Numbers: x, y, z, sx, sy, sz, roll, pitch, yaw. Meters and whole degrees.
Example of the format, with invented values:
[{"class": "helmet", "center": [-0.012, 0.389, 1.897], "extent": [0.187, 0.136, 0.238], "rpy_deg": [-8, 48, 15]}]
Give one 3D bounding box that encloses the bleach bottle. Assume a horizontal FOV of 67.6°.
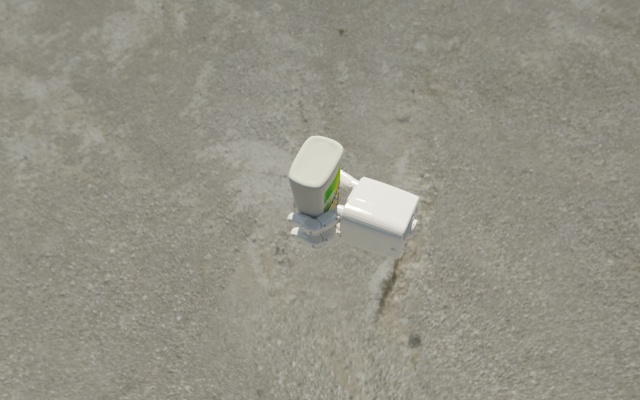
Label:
[{"class": "bleach bottle", "center": [0.000, 0.003, 0.843], "extent": [0.068, 0.102, 0.251], "rpy_deg": [21, -26, 16]}]
